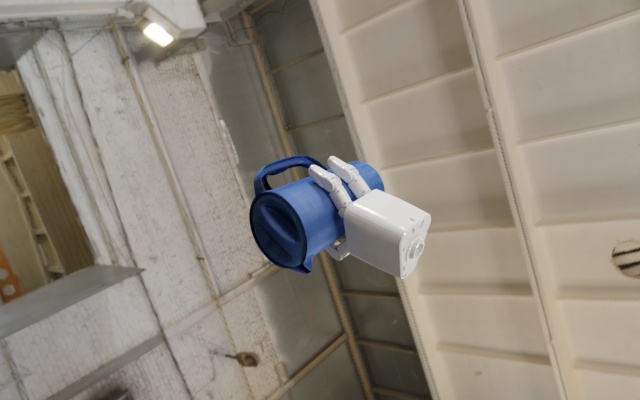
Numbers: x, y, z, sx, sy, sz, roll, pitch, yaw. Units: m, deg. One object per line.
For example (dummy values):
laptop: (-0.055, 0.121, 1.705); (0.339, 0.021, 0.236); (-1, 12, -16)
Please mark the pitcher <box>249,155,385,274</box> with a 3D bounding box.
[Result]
pitcher: (0.000, 0.003, 0.836); (0.145, 0.149, 0.242); (26, 36, 32)
